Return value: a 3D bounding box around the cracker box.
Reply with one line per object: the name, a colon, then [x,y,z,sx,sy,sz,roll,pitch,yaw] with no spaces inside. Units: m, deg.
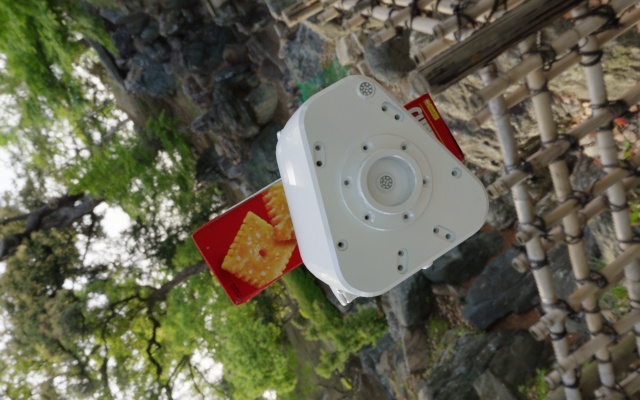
cracker box: [0.000,0.001,0.437,0.213,0.072,0.164,-31,2,-9]
